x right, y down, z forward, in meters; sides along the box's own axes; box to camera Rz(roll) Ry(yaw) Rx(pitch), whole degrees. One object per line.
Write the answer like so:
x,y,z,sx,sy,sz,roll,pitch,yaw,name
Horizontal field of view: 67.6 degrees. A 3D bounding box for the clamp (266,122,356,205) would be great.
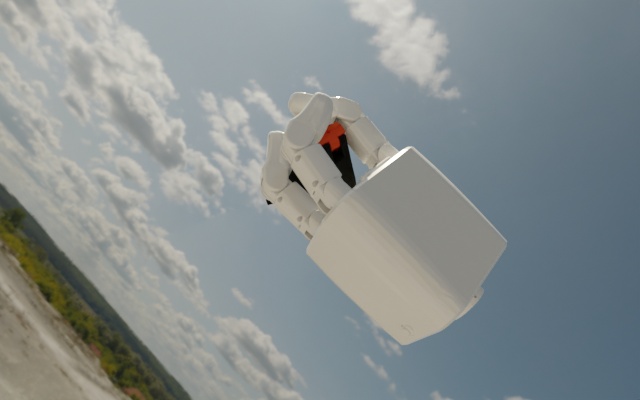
0.000,0.001,0.437,0.039,0.120,0.171,-39,-11,-25,clamp
